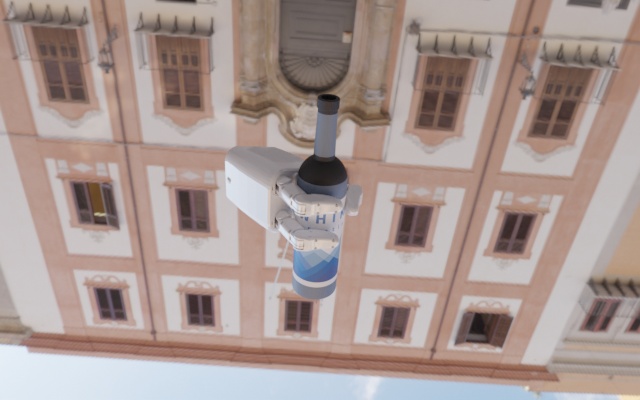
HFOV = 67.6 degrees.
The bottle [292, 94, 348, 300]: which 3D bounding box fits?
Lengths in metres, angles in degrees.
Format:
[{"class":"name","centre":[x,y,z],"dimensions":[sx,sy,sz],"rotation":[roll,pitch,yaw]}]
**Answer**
[{"class":"bottle","centre":[0.000,0.002,0.647],"dimensions":[0.069,0.296,0.069],"rotation":[3,31,-2]}]
